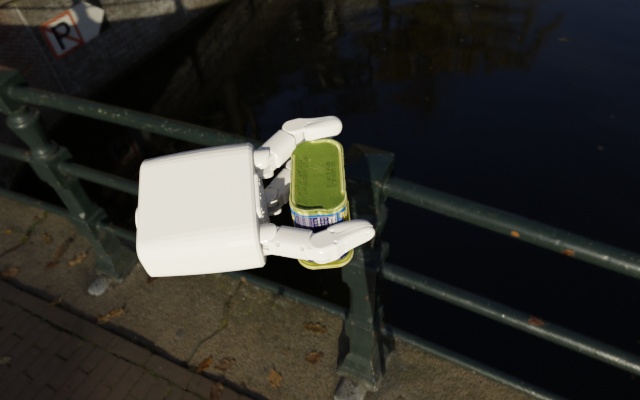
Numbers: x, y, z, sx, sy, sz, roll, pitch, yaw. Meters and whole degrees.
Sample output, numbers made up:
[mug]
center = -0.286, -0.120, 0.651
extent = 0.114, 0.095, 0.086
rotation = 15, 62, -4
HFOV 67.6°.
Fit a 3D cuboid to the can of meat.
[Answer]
[can of meat]
center = 0.000, 0.001, 0.472
extent = 0.057, 0.102, 0.084
rotation = -5, -42, 2
